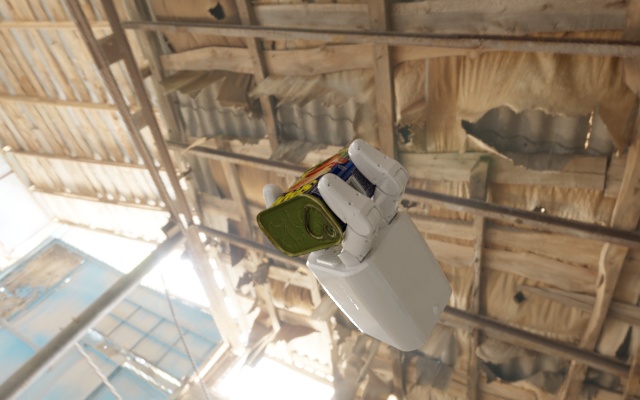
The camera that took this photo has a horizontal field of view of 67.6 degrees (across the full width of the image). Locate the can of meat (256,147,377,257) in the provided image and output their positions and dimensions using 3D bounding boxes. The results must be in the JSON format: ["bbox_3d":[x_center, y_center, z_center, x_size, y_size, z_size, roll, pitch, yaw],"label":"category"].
[{"bbox_3d":[0.000,0.001,0.461,0.102,0.057,0.084,-23,20,51],"label":"can of meat"}]
